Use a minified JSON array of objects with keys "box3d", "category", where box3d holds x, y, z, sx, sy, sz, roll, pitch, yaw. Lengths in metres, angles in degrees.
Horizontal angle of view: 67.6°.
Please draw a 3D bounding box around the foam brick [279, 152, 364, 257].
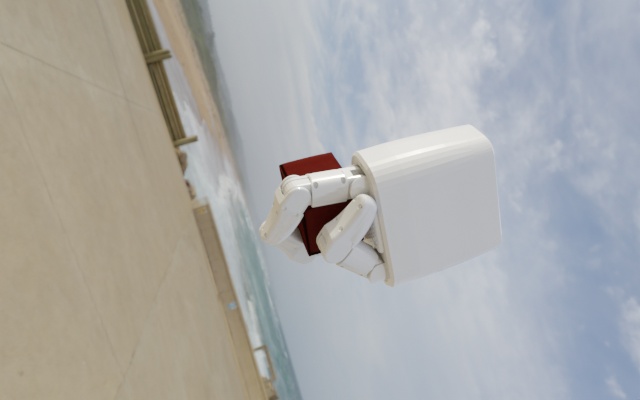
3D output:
[{"box3d":[0.000,0.001,0.426,0.051,0.053,0.078,-17,38,-9],"category":"foam brick"}]
